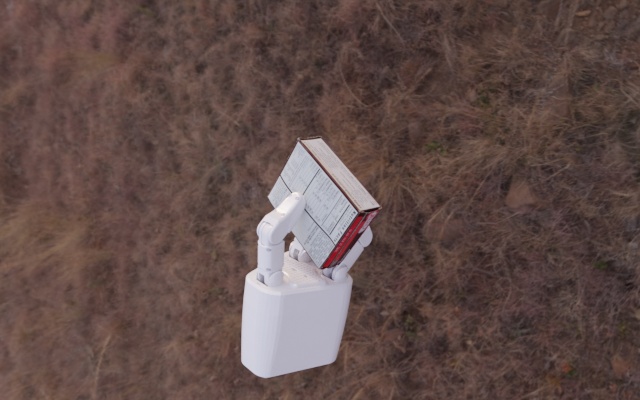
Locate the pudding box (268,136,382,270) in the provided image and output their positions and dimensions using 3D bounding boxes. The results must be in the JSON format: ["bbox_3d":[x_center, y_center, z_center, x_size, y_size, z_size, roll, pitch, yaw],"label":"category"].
[{"bbox_3d":[0.000,0.002,0.503,0.039,0.113,0.090,-11,-37,-46],"label":"pudding box"}]
